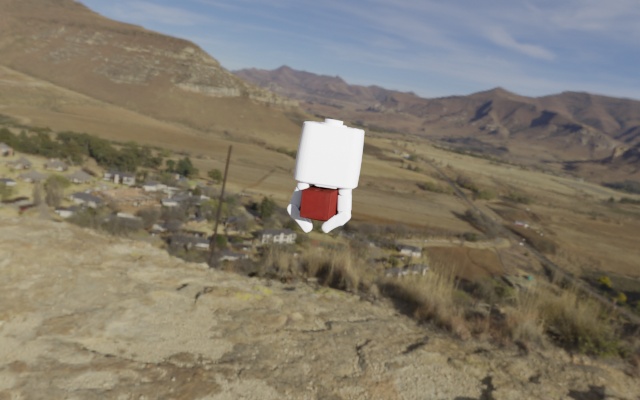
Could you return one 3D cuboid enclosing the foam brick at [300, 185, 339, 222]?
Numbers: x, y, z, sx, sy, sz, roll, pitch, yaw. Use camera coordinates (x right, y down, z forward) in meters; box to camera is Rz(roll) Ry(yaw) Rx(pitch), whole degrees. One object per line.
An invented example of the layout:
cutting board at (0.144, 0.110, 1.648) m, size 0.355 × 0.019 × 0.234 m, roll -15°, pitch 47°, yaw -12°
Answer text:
foam brick at (0.000, 0.003, 0.862) m, size 0.053 × 0.051 × 0.078 m, roll 9°, pitch 11°, yaw 14°
